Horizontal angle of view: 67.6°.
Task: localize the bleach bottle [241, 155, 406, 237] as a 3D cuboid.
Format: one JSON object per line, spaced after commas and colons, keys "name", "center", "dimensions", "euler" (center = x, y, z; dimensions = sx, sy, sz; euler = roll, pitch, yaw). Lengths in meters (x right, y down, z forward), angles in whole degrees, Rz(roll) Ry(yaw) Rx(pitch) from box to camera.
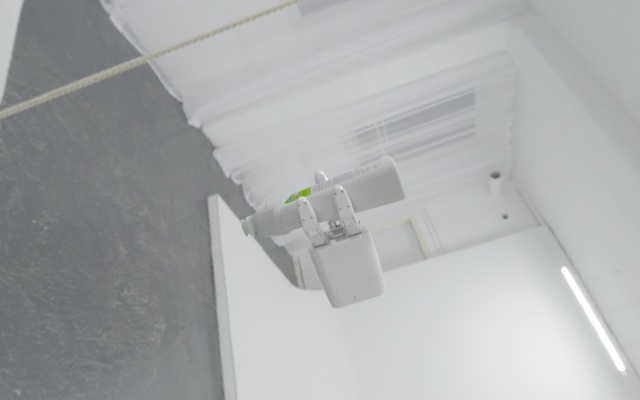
{"name": "bleach bottle", "center": [0.000, 0.002, 0.742], "dimensions": [0.251, 0.068, 0.102], "euler": [-18, 10, 6]}
